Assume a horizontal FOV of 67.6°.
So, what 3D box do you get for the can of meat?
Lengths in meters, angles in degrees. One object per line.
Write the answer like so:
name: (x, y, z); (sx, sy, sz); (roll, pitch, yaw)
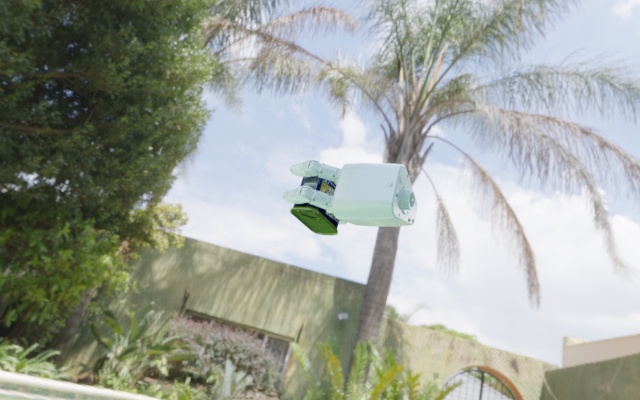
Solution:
can of meat: (0.000, 0.003, 0.848); (0.057, 0.084, 0.102); (-1, -29, 34)
